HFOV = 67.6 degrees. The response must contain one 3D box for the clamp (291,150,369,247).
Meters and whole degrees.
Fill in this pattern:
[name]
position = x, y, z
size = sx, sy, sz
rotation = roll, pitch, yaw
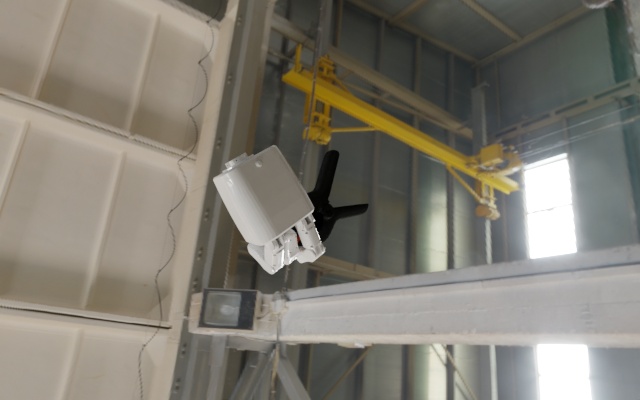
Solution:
[clamp]
position = 0.000, 0.003, 0.734
size = 0.039, 0.120, 0.171
rotation = -14, 18, 50
